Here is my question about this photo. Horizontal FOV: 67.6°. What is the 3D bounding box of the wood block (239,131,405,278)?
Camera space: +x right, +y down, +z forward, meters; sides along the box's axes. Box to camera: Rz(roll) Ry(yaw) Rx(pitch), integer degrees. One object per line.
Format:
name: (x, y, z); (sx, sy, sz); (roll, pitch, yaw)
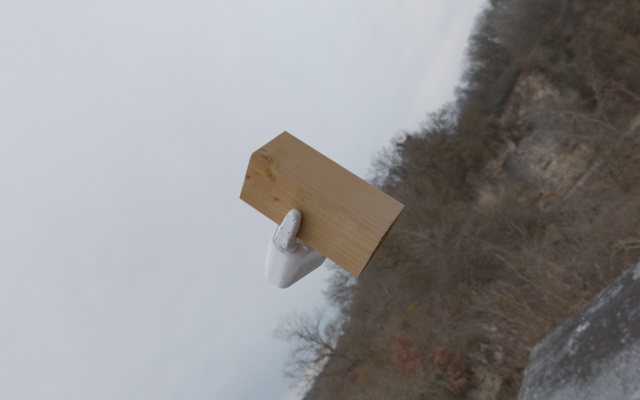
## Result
wood block: (0.000, 0.003, 0.676); (0.206, 0.090, 0.090); (33, 41, 10)
